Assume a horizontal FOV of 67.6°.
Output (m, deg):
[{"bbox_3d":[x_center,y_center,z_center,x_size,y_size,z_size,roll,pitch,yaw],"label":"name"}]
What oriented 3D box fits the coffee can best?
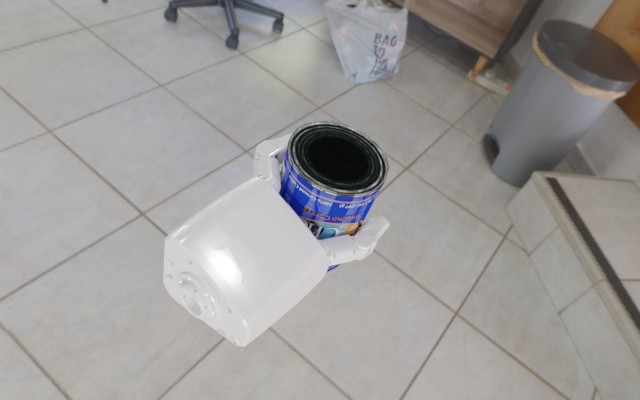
[{"bbox_3d":[0.000,0.002,0.510,0.103,0.102,0.140,0,-40,-20],"label":"coffee can"}]
